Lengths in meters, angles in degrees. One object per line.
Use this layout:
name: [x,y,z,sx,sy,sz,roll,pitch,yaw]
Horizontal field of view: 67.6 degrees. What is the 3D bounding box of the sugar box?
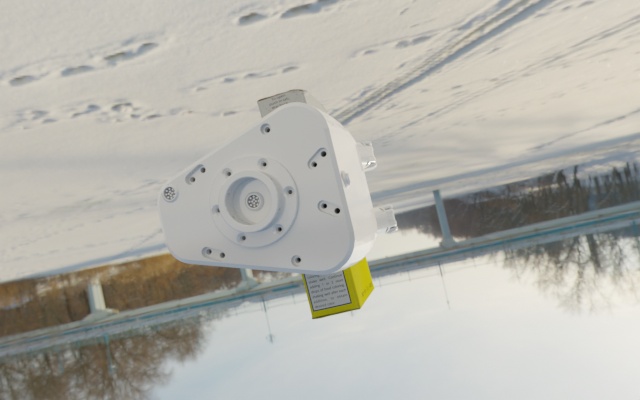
sugar box: [0.001,0.001,0.406,0.048,0.176,0.093,-13,-3,12]
